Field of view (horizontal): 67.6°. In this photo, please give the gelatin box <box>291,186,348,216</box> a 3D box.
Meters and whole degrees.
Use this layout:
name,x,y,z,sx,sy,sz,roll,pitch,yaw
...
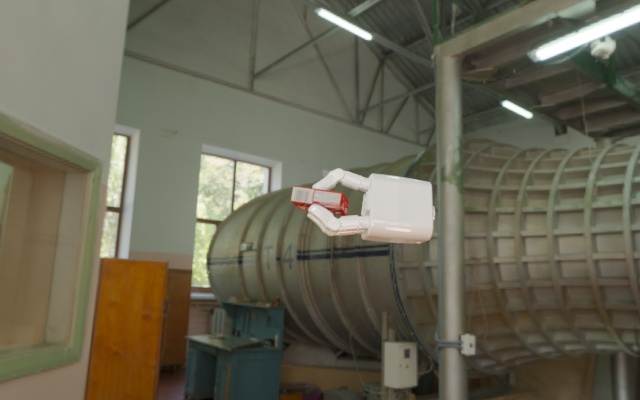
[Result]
name,x,y,z,sx,sy,sz,roll,pitch,yaw
gelatin box,0.000,0.002,0.822,0.089,0.030,0.073,8,-11,11
